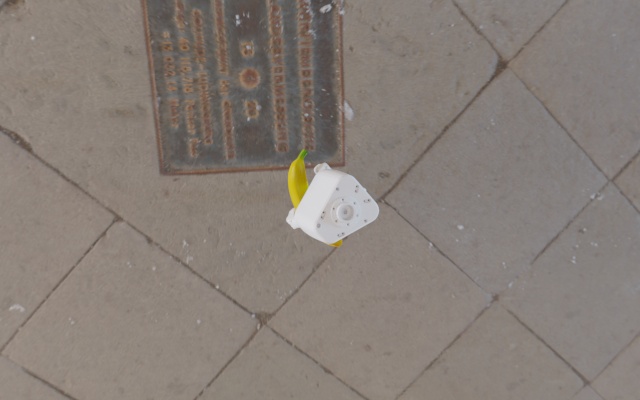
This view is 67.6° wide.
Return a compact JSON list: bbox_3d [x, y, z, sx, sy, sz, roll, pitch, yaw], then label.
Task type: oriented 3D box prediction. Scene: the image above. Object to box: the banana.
[{"bbox_3d":[-0.016,0.007,0.890,0.069,0.198,0.037,-25,10,-26],"label":"banana"}]
